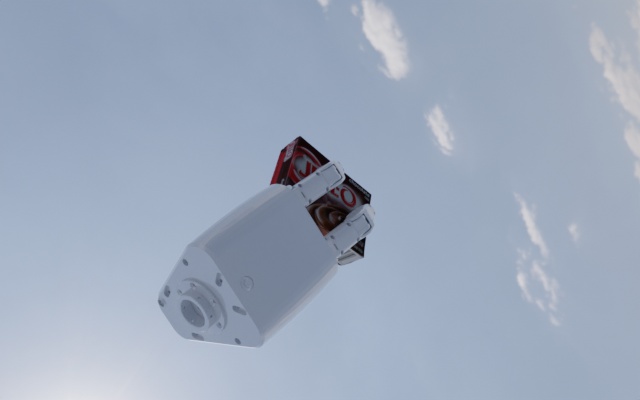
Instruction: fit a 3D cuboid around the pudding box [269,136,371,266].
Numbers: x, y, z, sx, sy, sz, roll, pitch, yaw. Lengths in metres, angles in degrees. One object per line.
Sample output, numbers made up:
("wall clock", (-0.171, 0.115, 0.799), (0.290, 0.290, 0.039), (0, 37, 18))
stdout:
("pudding box", (0.000, 0.002, 0.492), (0.039, 0.090, 0.113), (-29, -56, 37))
